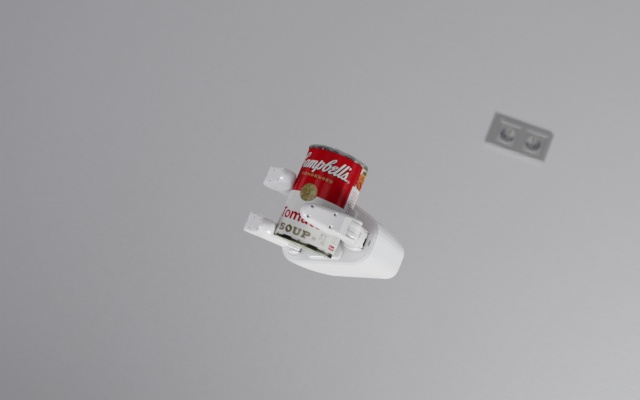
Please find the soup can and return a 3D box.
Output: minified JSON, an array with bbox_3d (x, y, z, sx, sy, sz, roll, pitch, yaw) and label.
[{"bbox_3d":[0.000,0.002,0.499,0.068,0.102,0.068,22,-8,3],"label":"soup can"}]
